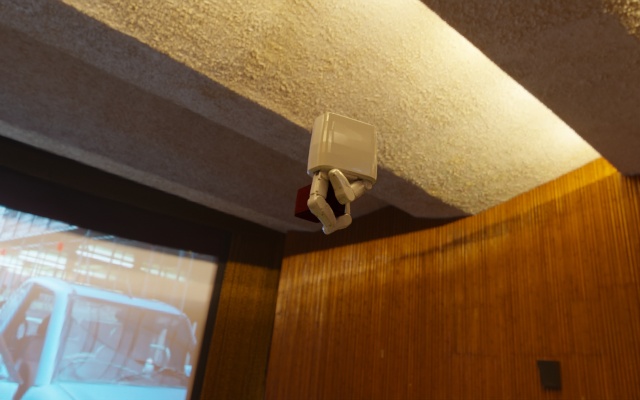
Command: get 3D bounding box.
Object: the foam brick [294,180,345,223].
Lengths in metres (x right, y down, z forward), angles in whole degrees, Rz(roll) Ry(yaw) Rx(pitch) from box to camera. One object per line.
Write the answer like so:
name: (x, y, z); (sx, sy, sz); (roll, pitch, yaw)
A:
foam brick: (0.000, 0.003, 0.829); (0.053, 0.051, 0.078); (21, -26, -36)
